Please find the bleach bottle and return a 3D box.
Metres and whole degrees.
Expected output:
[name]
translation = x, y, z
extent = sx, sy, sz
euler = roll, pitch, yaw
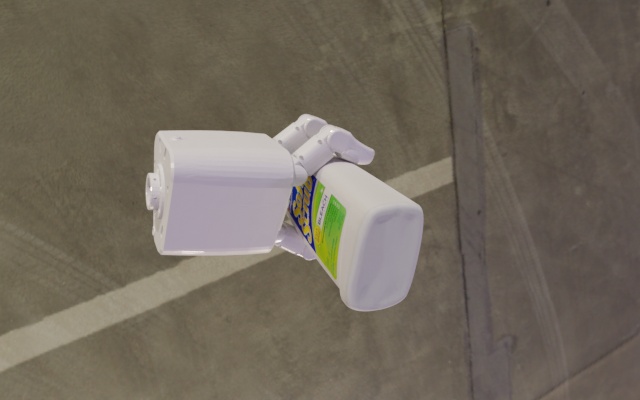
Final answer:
[bleach bottle]
translation = 0.000, 0.002, 0.486
extent = 0.068, 0.103, 0.250
euler = -2, 22, -27
